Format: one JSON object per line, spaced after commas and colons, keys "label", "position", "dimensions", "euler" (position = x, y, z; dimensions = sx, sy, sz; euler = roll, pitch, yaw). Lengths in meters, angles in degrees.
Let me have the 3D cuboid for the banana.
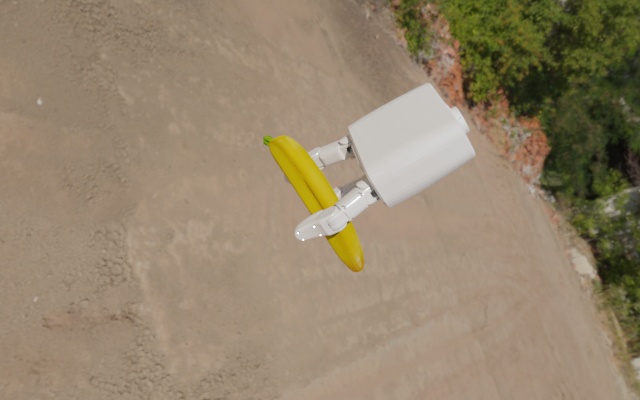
{"label": "banana", "position": [-0.001, -0.001, 0.546], "dimensions": [0.037, 0.198, 0.069], "euler": [-33, 0, -2]}
